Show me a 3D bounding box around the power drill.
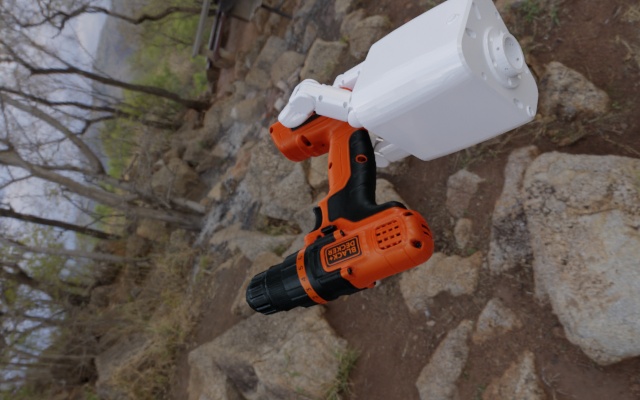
[{"bbox_3d":[0.000,0.001,0.448,0.184,0.187,0.057,-24,-30,24],"label":"power drill"}]
